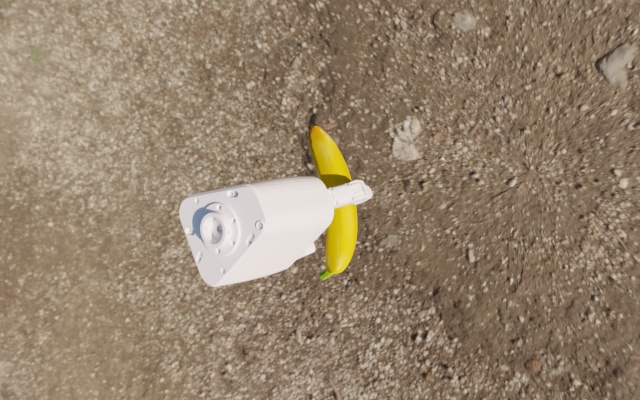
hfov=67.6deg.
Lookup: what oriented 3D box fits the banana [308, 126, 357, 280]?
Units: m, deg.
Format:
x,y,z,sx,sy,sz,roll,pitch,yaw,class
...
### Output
x,y,z,sx,sy,sz,roll,pitch,yaw,class
0.014,0.006,0.586,0.069,0.198,0.037,2,6,42,banana
